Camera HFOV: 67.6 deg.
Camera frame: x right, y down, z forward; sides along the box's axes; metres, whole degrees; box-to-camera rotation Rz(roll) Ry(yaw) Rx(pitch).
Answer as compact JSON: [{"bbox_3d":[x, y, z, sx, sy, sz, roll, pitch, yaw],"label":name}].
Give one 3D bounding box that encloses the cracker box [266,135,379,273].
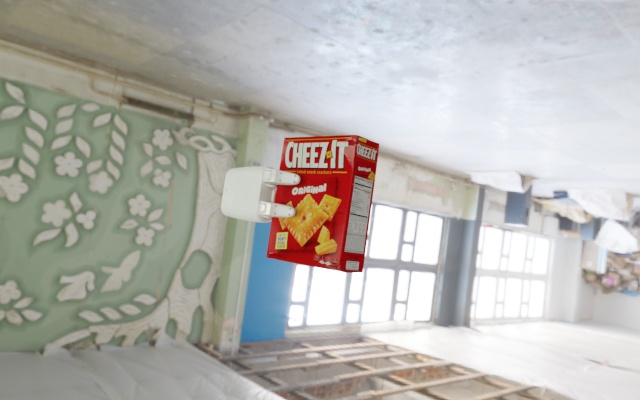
[{"bbox_3d":[0.000,0.003,0.794,0.164,0.213,0.072,4,-5,40],"label":"cracker box"}]
